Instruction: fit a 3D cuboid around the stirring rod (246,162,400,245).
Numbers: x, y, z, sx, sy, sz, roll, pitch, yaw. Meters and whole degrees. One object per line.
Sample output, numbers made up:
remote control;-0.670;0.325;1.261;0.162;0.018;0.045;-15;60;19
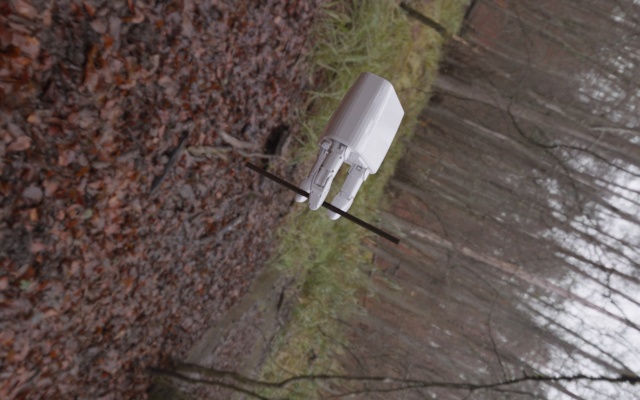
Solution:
stirring rod;0.000;0.002;0.663;0.239;0.011;0.011;27;5;10
